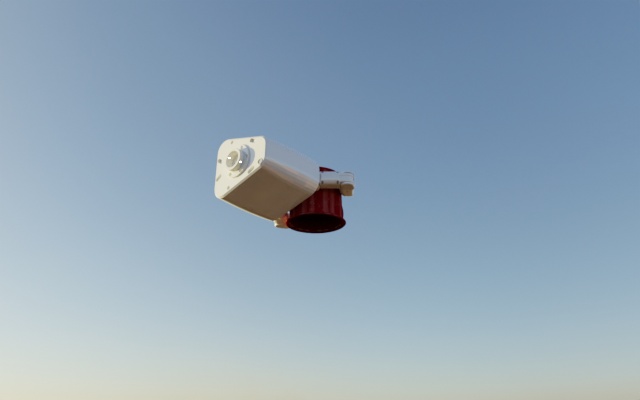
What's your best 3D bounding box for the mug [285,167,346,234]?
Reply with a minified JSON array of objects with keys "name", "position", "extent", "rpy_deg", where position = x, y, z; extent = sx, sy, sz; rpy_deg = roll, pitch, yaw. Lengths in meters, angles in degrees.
[{"name":"mug","position":[0.001,0.003,0.756],"extent":[0.093,0.081,0.117],"rpy_deg":[-18,-28,36]}]
